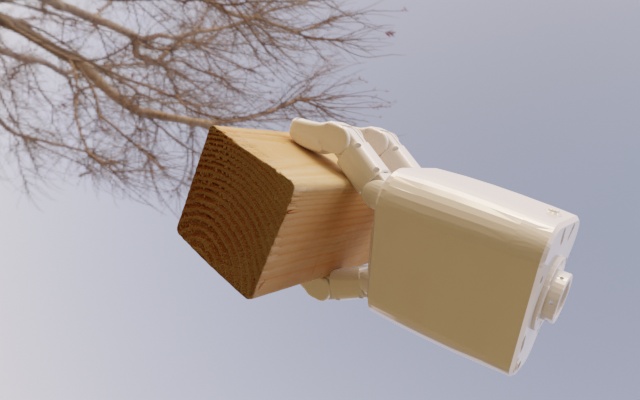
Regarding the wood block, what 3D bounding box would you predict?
[{"bbox_3d":[0.000,0.002,0.401,0.090,0.091,0.206,35,23,30],"label":"wood block"}]
